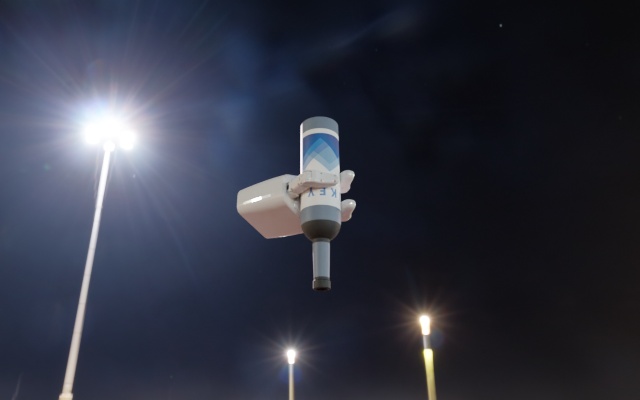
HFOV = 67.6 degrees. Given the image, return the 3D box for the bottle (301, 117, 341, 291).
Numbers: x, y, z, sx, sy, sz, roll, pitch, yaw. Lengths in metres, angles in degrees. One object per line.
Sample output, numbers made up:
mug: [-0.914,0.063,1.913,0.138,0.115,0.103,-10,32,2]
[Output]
bottle: [0.000,0.002,0.797,0.069,0.295,0.069,-1,-23,0]
